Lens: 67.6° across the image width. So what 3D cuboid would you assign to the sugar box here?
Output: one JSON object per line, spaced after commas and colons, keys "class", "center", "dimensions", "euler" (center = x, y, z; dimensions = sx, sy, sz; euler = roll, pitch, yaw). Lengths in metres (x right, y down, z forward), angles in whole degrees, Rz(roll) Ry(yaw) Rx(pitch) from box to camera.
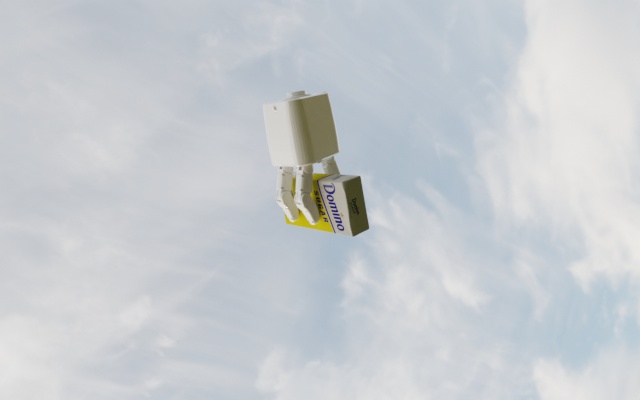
{"class": "sugar box", "center": [0.000, 0.003, 0.809], "dimensions": [0.048, 0.093, 0.176], "euler": [-22, 18, -35]}
